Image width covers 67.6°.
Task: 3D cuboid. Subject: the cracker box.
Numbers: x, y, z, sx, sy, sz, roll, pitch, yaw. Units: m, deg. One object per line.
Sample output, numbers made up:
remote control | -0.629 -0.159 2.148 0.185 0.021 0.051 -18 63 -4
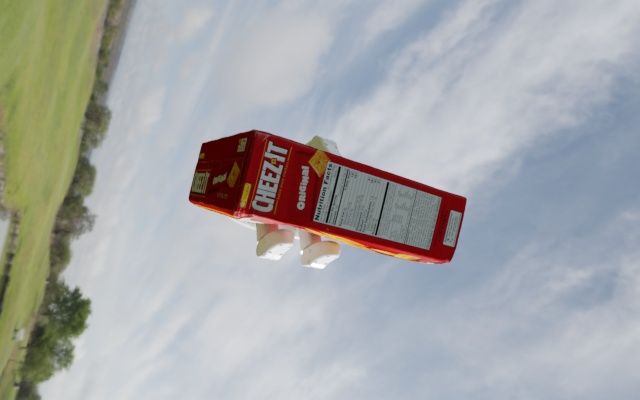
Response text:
cracker box | 0.000 0.001 0.457 0.214 0.072 0.164 15 -4 -27
